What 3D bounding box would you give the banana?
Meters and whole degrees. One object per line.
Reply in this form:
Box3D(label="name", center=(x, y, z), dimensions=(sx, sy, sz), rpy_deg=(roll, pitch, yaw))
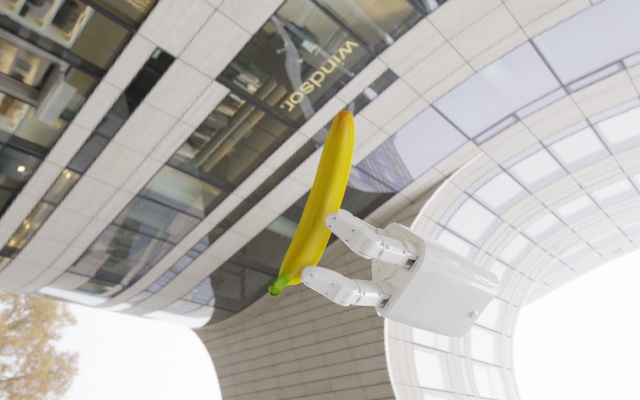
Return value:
Box3D(label="banana", center=(0.000, 0.006, 0.500), dimensions=(0.037, 0.198, 0.069), rpy_deg=(20, -2, 6))
